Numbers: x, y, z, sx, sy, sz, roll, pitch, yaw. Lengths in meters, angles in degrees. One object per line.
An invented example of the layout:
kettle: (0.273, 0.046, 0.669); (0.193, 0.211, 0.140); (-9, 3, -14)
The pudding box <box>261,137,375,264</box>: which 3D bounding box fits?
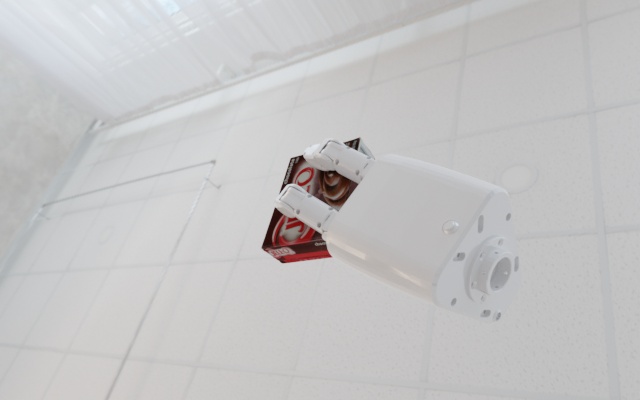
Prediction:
pudding box: (0.000, 0.002, 0.457); (0.090, 0.113, 0.039); (-12, -43, 36)
